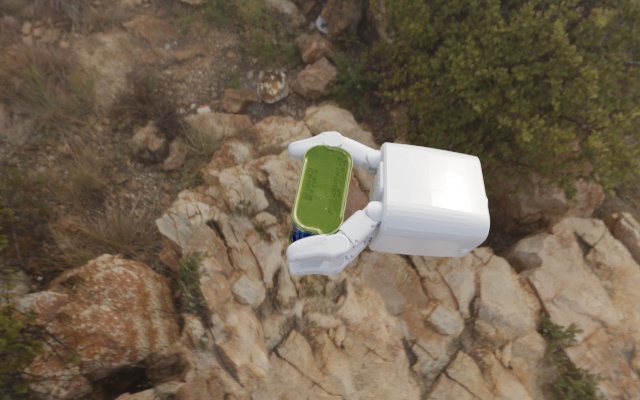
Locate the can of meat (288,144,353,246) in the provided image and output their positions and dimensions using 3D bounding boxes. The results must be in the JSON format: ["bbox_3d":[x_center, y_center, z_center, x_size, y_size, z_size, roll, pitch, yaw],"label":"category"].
[{"bbox_3d":[0.000,0.001,0.509,0.057,0.102,0.084,11,-21,0],"label":"can of meat"}]
